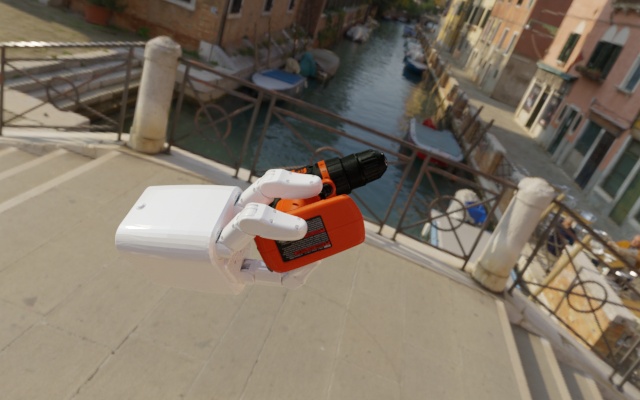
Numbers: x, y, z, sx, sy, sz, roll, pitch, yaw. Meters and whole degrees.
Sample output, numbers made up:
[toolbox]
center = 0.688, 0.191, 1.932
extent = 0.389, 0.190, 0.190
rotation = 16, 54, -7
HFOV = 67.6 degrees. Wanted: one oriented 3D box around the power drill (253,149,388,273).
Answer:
[power drill]
center = 0.000, 0.002, 0.535
extent = 0.184, 0.057, 0.187
rotation = -22, 16, 4
